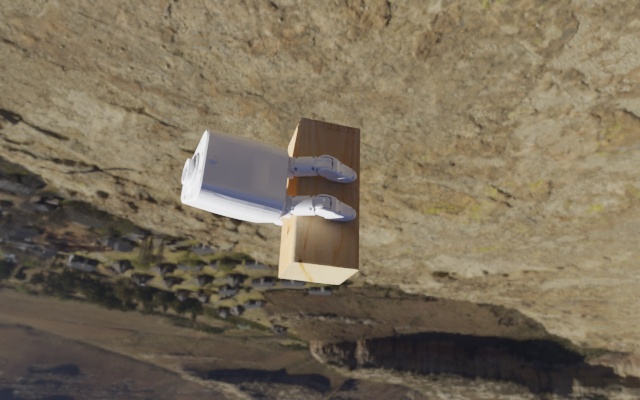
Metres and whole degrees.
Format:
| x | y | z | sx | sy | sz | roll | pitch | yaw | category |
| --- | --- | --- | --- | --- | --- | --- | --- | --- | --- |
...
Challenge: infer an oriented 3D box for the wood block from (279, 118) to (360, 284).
| x | y | z | sx | sy | sz | roll | pitch | yaw | category |
| --- | --- | --- | --- | --- | --- | --- | --- | --- | --- |
| 0.000 | 0.002 | 0.665 | 0.090 | 0.206 | 0.091 | 9 | -24 | -13 | wood block |
